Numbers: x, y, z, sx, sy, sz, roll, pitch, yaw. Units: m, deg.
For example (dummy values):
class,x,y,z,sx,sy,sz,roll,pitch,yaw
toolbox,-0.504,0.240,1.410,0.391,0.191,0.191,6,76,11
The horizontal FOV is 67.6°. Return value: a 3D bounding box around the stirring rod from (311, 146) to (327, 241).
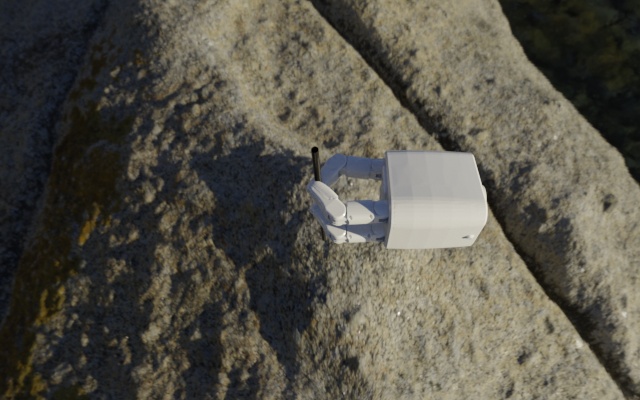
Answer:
class,x,y,z,sx,sy,sz,roll,pitch,yaw
stirring rod,0.000,0.002,0.597,0.011,0.011,0.240,0,-27,3
